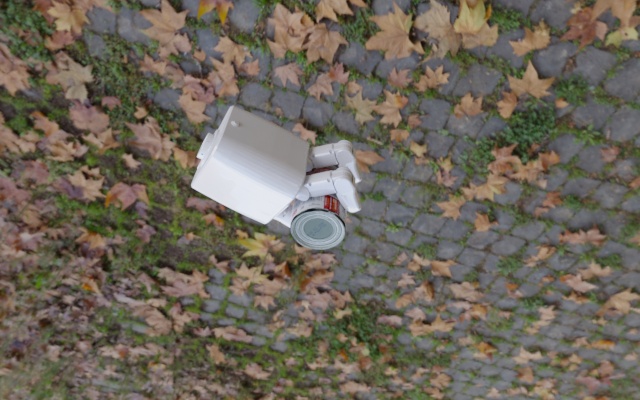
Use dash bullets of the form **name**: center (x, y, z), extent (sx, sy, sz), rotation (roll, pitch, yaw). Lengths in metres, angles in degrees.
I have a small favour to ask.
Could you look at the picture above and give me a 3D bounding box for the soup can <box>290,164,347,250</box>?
- **soup can**: center (0.000, 0.002, 0.596), extent (0.068, 0.069, 0.102), rotation (0, 42, 5)
